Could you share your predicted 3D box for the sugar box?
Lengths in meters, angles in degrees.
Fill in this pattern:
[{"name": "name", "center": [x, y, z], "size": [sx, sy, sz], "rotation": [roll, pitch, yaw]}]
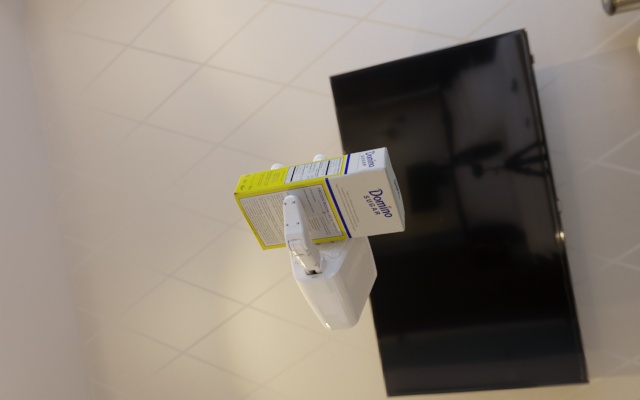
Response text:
[{"name": "sugar box", "center": [0.000, 0.002, 0.543], "size": [0.176, 0.093, 0.048], "rotation": [-10, 38, 16]}]
